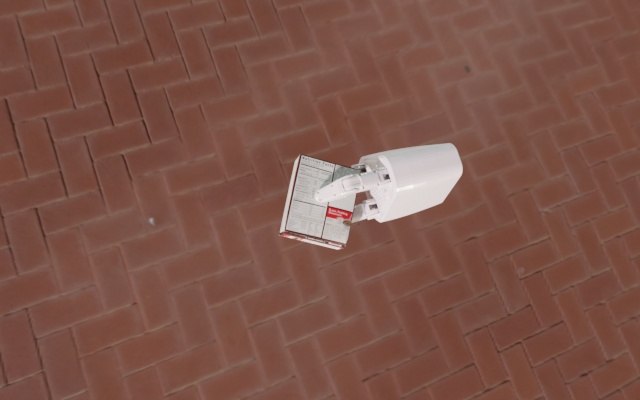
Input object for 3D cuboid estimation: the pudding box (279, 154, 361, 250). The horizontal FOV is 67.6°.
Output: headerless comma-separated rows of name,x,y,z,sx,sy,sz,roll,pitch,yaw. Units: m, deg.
pudding box,0.000,0.002,0.647,0.090,0.113,0.039,14,-17,-10
